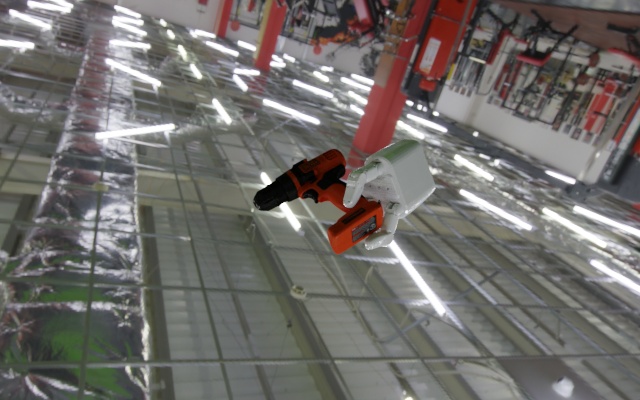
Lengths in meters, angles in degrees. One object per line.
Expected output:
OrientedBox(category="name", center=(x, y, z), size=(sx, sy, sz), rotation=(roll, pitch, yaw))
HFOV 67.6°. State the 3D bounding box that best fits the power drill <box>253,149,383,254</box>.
OrientedBox(category="power drill", center=(0.001, 0.003, 0.807), size=(0.184, 0.057, 0.187), rotation=(-31, 53, -15))
